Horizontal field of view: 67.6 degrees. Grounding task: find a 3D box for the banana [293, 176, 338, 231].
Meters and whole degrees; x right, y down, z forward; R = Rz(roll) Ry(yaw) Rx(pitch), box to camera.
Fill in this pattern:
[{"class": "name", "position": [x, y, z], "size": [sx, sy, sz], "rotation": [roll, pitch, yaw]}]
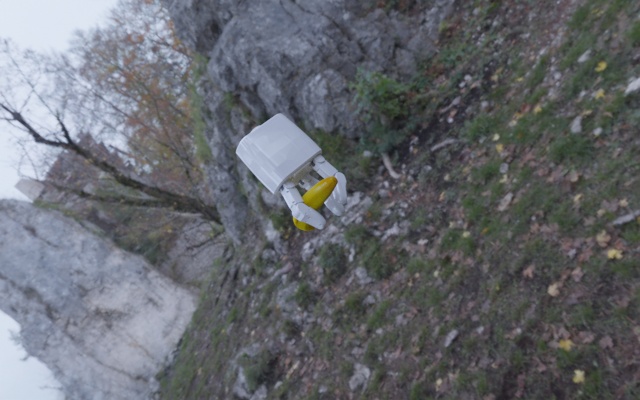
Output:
[{"class": "banana", "position": [-0.015, 0.013, 0.857], "size": [0.069, 0.037, 0.198], "rotation": [-32, -16, -19]}]
